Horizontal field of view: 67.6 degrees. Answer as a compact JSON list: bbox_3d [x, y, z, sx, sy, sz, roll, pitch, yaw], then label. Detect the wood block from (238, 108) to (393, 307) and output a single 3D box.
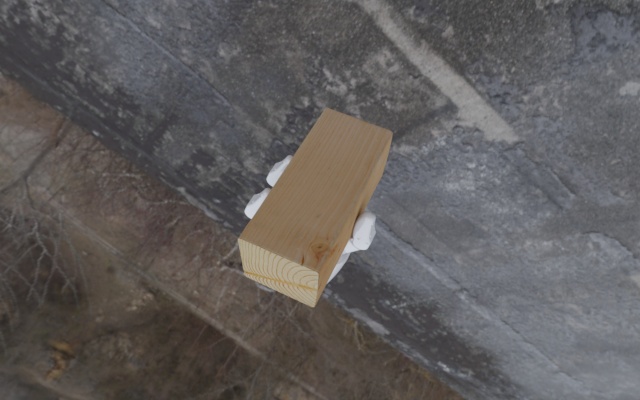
[{"bbox_3d":[0.000,0.002,0.550,0.091,0.206,0.090,23,-33,11],"label":"wood block"}]
